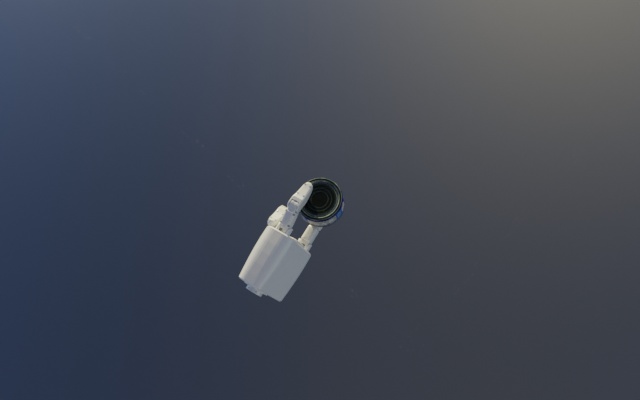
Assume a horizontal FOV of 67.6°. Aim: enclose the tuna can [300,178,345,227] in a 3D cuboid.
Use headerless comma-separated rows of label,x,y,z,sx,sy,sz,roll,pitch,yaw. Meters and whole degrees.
tuna can,0.000,0.003,0.866,0.086,0.086,0.034,0,-21,9
